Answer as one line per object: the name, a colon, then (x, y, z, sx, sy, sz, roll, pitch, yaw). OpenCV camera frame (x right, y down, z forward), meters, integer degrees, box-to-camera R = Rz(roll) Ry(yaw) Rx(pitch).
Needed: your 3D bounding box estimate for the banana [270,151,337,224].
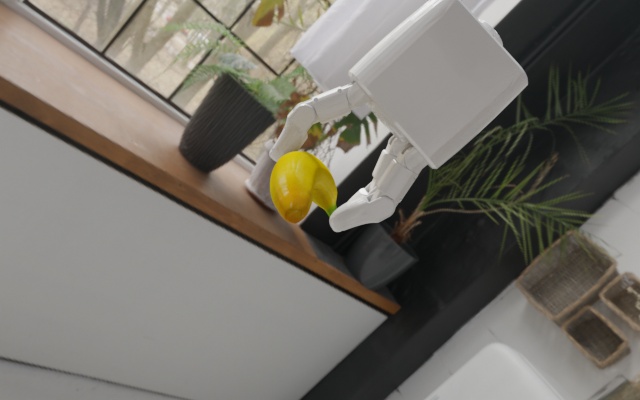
banana: (-0.010, -0.013, 0.422, 0.037, 0.069, 0.198, -38, -10, 9)
